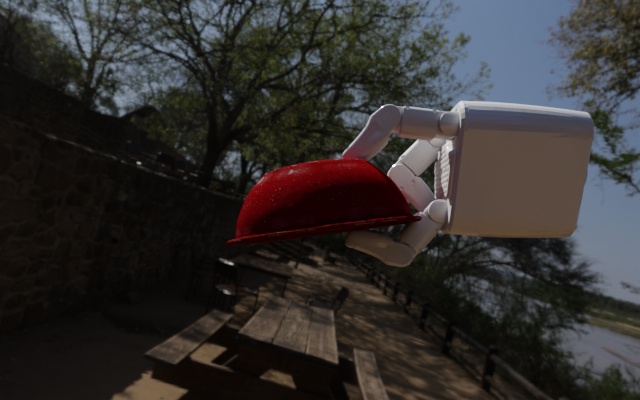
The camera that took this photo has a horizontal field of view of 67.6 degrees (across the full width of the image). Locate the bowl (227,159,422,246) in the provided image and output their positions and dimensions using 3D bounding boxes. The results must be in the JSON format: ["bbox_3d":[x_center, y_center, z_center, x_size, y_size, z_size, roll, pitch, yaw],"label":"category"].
[{"bbox_3d":[-0.001,0.001,0.400,0.162,0.055,0.162,-8,-5,-1],"label":"bowl"}]
